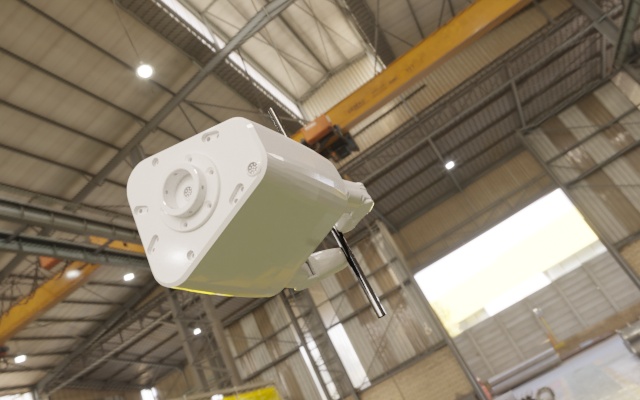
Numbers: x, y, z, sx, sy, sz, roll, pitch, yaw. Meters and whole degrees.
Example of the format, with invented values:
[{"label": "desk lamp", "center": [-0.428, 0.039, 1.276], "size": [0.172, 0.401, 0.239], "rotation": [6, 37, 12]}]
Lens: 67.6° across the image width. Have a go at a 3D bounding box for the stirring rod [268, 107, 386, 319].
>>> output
[{"label": "stirring rod", "center": [0.000, 0.002, 0.453], "size": [0.011, 0.239, 0.011], "rotation": [-23, -25, -11]}]
